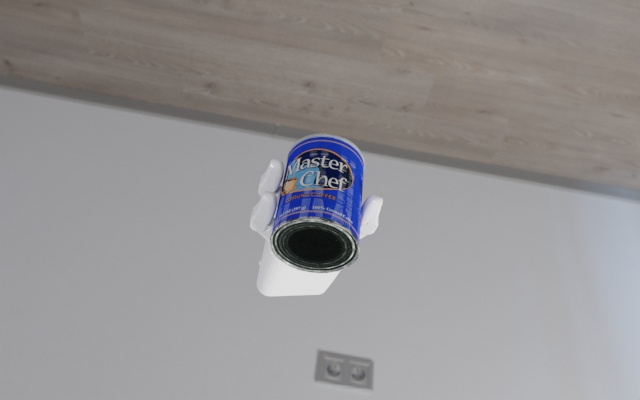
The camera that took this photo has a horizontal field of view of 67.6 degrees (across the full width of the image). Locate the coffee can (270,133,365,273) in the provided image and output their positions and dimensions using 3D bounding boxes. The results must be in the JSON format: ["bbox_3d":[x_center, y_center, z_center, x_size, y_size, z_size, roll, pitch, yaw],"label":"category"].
[{"bbox_3d":[0.000,0.002,0.582,0.103,0.140,0.103,4,-42,4],"label":"coffee can"}]
